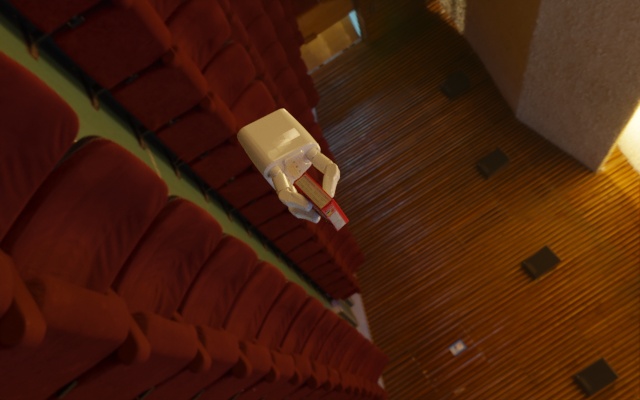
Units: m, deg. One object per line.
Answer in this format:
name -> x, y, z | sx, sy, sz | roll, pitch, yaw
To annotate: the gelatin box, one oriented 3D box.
gelatin box -> 0.001, 0.003, 0.802 | 0.089, 0.030, 0.073 | 44, -7, 39
